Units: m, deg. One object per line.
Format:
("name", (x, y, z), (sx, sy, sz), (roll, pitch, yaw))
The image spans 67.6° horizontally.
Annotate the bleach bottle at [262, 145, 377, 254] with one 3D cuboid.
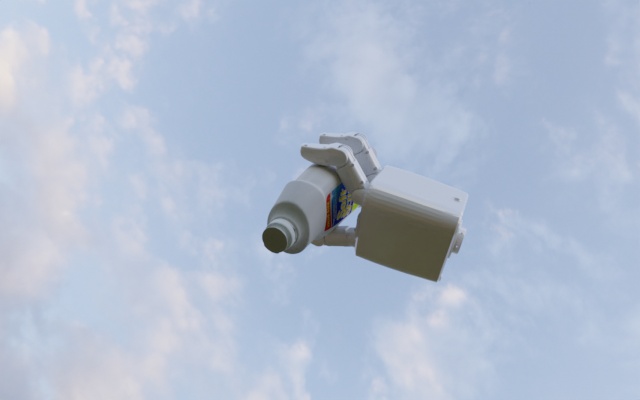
("bleach bottle", (0.000, 0.002, 0.574), (0.068, 0.103, 0.250), (19, 27, 15))
